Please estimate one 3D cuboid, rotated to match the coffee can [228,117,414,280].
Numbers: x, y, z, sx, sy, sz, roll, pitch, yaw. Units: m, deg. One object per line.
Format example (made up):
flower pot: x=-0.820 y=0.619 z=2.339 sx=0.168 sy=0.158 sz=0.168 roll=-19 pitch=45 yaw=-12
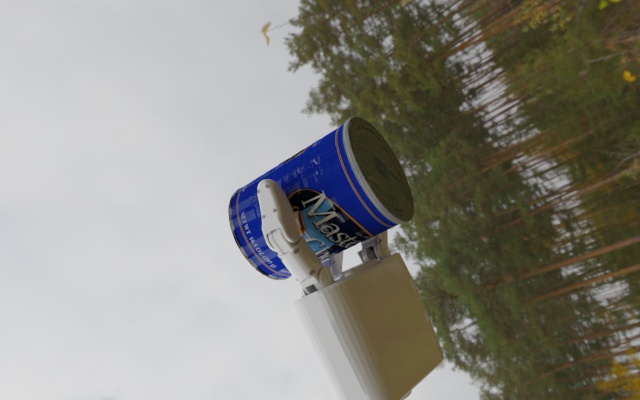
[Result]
coffee can: x=0.000 y=0.001 z=0.445 sx=0.140 sy=0.102 sz=0.103 roll=-29 pitch=-14 yaw=27
